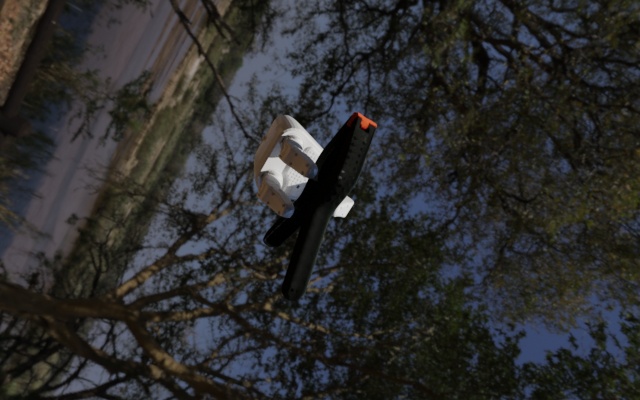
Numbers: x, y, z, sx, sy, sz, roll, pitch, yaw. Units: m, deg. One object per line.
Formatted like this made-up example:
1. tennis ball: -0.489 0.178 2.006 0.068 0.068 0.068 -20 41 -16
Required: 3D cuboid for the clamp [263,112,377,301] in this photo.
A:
1. clamp: 0.001 0.002 0.538 0.036 0.210 0.164 28 15 -21
